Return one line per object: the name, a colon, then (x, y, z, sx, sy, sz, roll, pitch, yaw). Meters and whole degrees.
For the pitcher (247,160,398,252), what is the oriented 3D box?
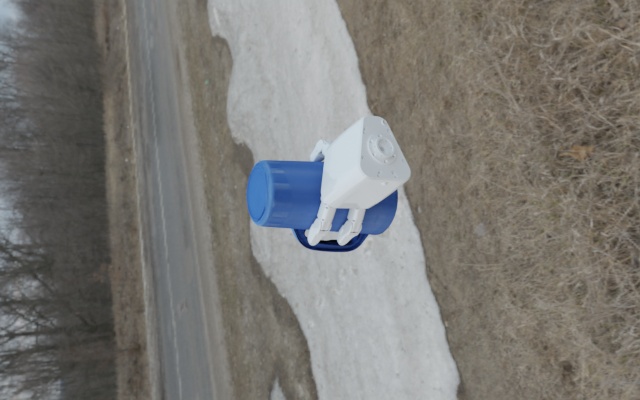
pitcher: (0.000, 0.003, 0.828, 0.243, 0.149, 0.145, 2, -22, -29)
